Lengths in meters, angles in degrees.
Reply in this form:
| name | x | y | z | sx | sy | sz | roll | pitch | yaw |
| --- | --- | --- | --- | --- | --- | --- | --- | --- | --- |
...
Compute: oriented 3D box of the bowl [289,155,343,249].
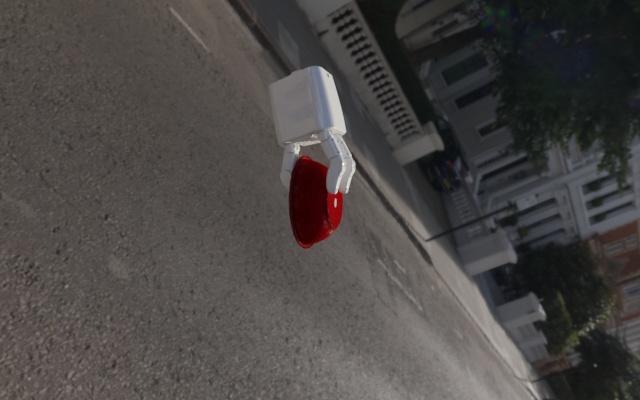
| name | x | y | z | sx | sy | sz | roll | pitch | yaw |
| --- | --- | --- | --- | --- | --- | --- | --- | --- | --- |
| bowl | 0.001 | 0.004 | 0.816 | 0.055 | 0.162 | 0.162 | 0 | 0 | 18 |
